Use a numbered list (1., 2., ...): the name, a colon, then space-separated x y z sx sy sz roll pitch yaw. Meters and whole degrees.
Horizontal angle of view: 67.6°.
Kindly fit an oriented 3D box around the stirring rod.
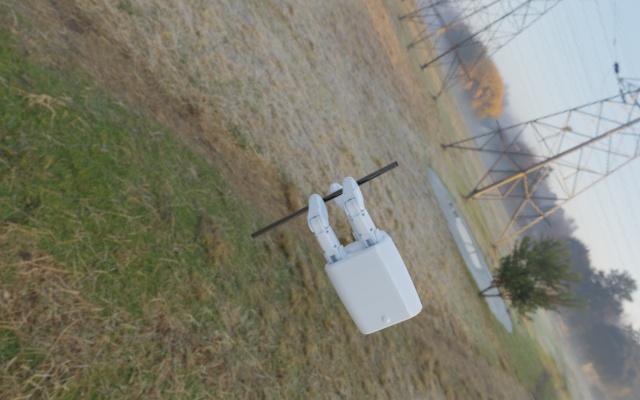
1. stirring rod: 0.000 0.002 0.671 0.239 0.011 0.011 -27 -10 19
